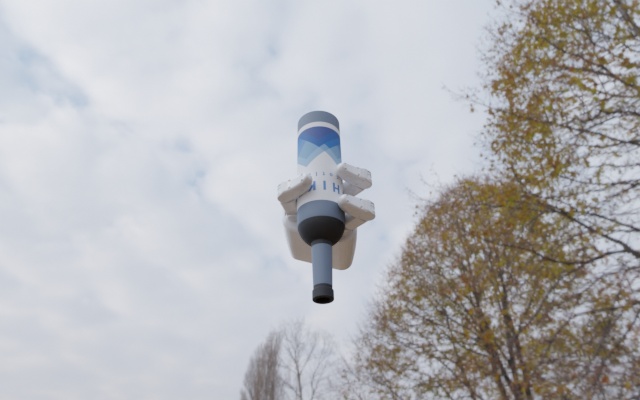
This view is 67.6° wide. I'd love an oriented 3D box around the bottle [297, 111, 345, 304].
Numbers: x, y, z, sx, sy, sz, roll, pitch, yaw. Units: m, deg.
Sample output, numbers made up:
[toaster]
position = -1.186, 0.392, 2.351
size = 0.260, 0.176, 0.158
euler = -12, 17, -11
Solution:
[bottle]
position = 0.000, 0.002, 0.673
size = 0.069, 0.295, 0.069
euler = -1, -34, -1
